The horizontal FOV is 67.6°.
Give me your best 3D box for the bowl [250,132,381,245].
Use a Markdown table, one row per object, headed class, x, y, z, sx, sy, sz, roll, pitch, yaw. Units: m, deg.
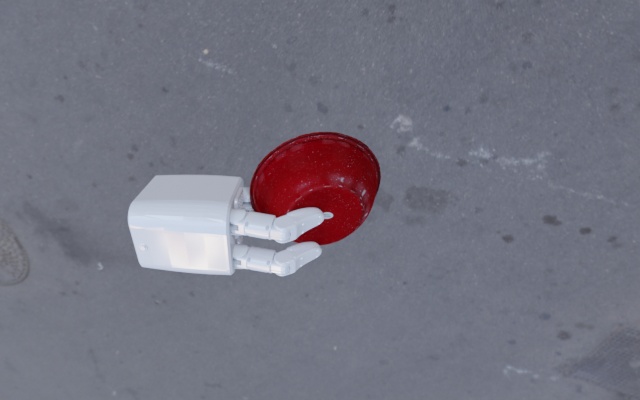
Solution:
| class | x | y | z | sx | sy | sz | roll | pitch | yaw |
| --- | --- | --- | --- | --- | --- | --- | --- | --- | --- |
| bowl | 0.001 | 0.002 | 0.559 | 0.162 | 0.162 | 0.055 | 0 | 40 | -16 |
